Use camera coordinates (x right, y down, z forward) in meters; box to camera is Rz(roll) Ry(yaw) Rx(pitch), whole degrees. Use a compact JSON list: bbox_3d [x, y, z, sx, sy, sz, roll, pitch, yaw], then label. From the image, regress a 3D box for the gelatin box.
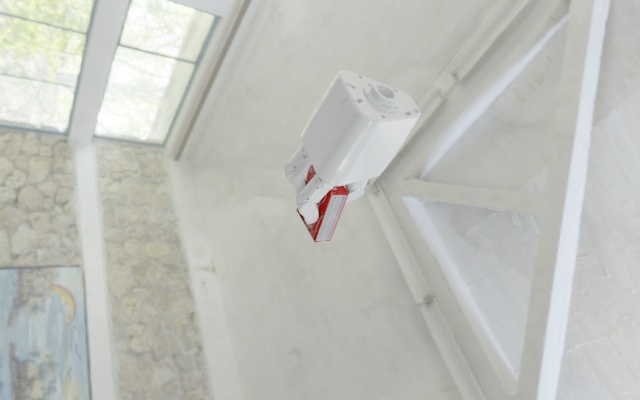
[{"bbox_3d":[0.000,0.002,0.676,0.030,0.089,0.073,-2,39,-28],"label":"gelatin box"}]
